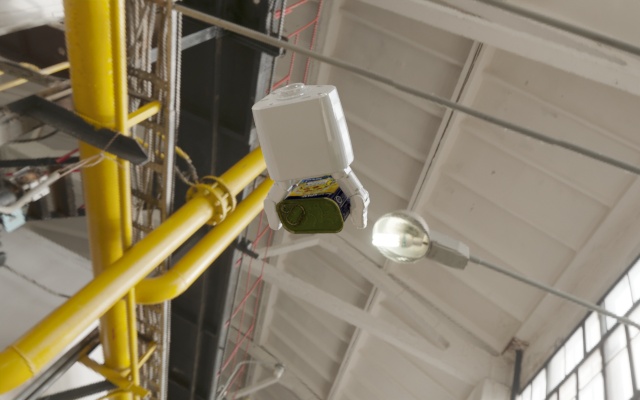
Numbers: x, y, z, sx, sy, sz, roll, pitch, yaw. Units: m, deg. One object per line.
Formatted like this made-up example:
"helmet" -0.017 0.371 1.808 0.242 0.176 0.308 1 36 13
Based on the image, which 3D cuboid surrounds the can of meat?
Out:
"can of meat" 0.000 0.002 0.703 0.102 0.057 0.084 -3 29 29
